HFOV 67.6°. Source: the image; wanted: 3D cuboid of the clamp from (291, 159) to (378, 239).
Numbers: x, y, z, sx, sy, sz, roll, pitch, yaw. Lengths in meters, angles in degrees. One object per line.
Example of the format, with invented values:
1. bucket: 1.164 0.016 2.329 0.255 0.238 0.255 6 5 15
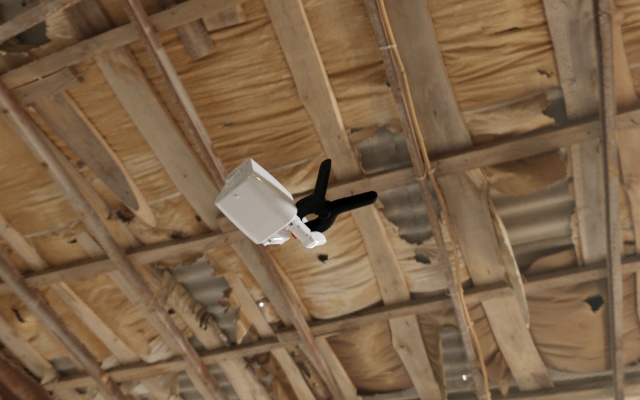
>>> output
1. clamp: 0.000 0.003 0.835 0.171 0.120 0.039 -35 25 21
